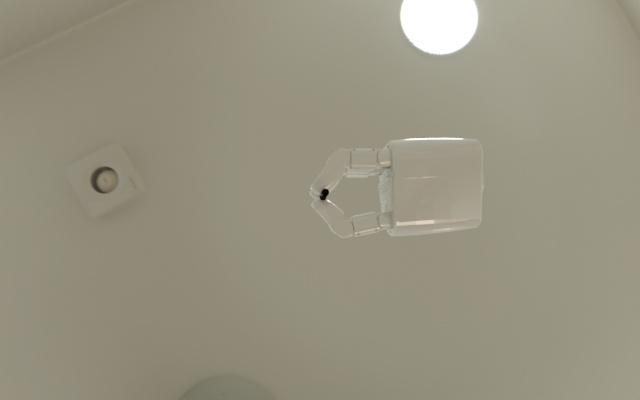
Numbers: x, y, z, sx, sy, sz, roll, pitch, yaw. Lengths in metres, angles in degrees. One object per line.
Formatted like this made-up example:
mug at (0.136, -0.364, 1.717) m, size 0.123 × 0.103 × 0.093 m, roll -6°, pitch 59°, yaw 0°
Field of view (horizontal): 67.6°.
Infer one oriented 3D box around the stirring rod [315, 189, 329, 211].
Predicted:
stirring rod at (0.000, 0.002, 0.631) m, size 0.011 × 0.011 × 0.239 m, roll 0°, pitch -5°, yaw -3°
